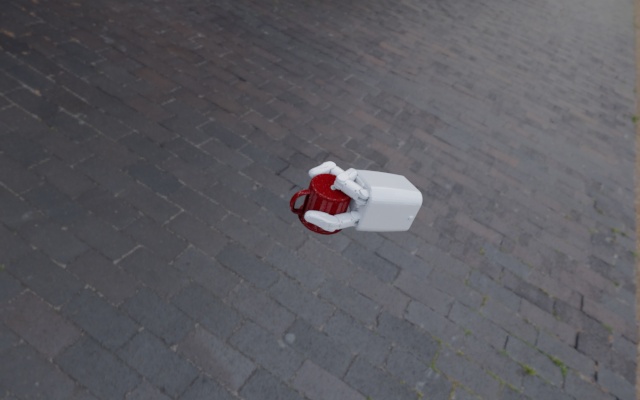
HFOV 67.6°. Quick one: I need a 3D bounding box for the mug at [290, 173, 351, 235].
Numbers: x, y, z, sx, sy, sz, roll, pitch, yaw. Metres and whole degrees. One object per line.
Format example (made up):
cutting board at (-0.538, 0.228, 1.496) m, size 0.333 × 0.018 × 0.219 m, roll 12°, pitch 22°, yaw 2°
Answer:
mug at (-0.001, 0.003, 0.891) m, size 0.117 × 0.082 × 0.093 m, roll 3°, pitch 41°, yaw -19°
